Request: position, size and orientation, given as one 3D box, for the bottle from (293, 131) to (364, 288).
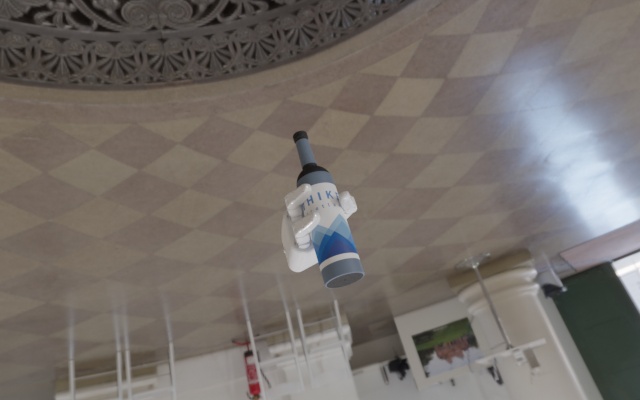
[{"bbox_3d":[0.000,0.003,0.831,0.069,0.295,0.069,-14,-26,-7],"label":"bottle"}]
